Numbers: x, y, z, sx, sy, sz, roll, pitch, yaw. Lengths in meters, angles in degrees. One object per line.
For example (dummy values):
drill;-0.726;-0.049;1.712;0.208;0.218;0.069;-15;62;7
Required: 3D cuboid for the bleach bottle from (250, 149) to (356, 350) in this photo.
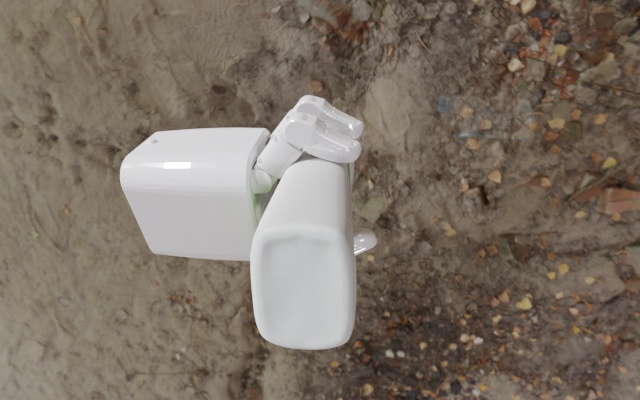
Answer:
bleach bottle;0.000;0.001;0.410;0.068;0.103;0.250;1;27;5
